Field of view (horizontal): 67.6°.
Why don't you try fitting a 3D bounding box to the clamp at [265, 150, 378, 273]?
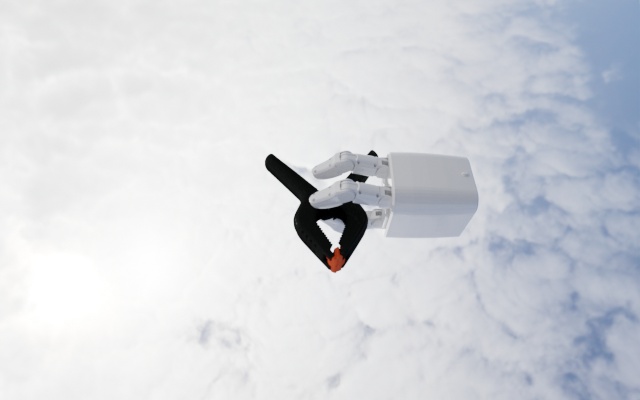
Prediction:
[{"bbox_3d":[0.000,0.003,0.631,0.164,0.209,0.036,2,-45,1],"label":"clamp"}]
